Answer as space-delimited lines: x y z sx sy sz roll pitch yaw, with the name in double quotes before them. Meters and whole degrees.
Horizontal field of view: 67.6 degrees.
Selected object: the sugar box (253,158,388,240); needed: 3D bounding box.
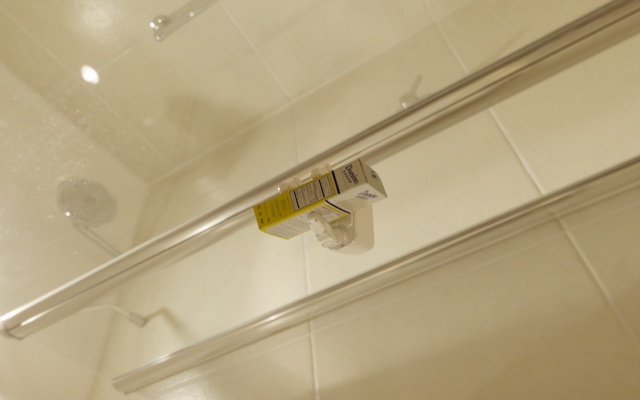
"sugar box" 0.000 0.002 0.699 0.176 0.048 0.093 -26 -22 17
